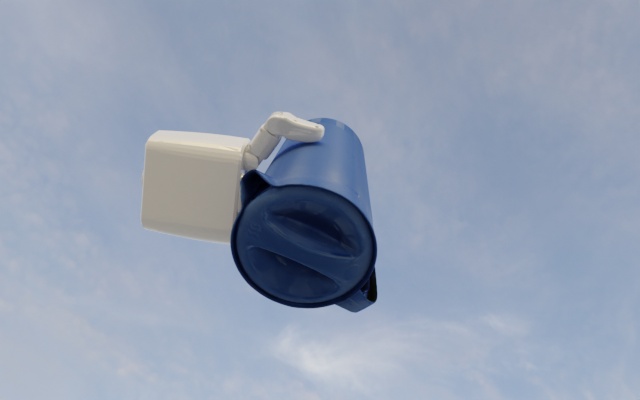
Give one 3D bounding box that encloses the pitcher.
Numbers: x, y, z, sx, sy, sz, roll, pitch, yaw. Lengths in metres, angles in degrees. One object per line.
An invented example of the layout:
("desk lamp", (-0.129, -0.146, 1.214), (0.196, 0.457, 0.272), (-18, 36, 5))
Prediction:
("pitcher", (0.000, 0.002, 0.533), (0.145, 0.149, 0.242), (8, 27, 2))
